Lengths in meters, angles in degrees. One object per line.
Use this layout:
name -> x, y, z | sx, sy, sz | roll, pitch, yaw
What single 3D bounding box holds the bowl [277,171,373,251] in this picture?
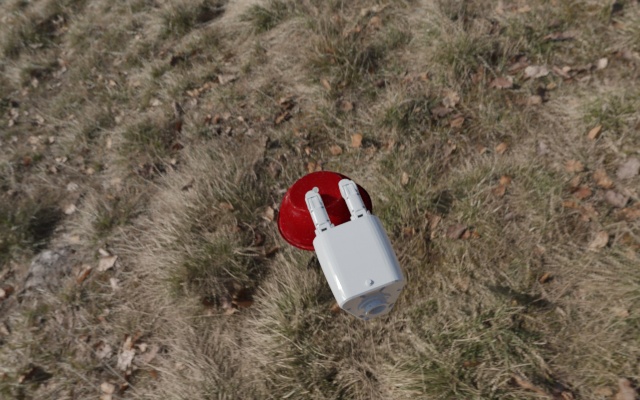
bowl -> -0.001, 0.002, 0.773 | 0.162, 0.162, 0.055 | 0, -44, 19
